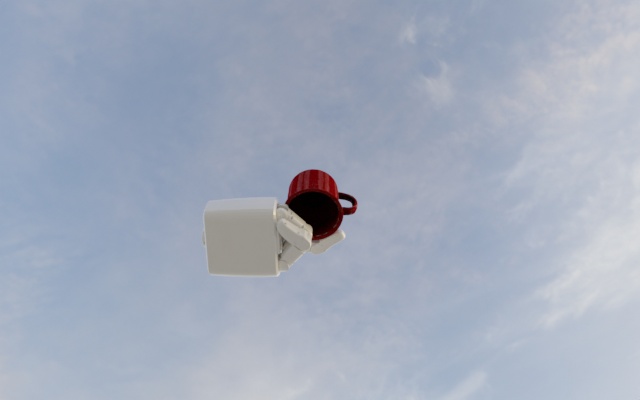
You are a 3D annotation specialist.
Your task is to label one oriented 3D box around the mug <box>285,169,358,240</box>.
[{"bbox_3d":[0.002,0.002,0.756,0.117,0.093,0.081,0,30,0],"label":"mug"}]
